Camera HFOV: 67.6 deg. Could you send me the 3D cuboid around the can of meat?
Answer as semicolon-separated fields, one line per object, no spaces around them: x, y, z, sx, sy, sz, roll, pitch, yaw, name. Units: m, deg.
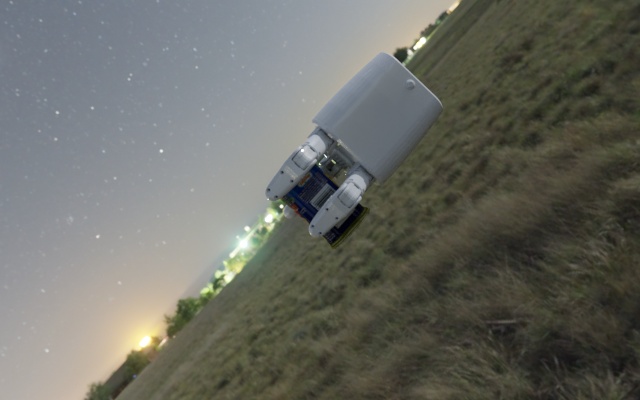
0.000;0.002;0.521;0.084;0.057;0.102;43;-1;-3;can of meat
